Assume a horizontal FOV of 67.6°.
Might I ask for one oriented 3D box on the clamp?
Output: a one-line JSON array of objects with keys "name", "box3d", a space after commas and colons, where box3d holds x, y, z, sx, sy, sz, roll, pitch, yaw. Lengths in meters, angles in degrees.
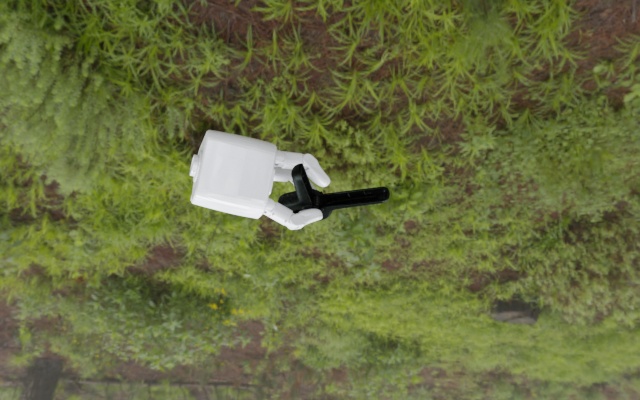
[{"name": "clamp", "box3d": [0.000, 0.003, 0.777, 0.164, 0.036, 0.210, 12, -23, -20]}]
